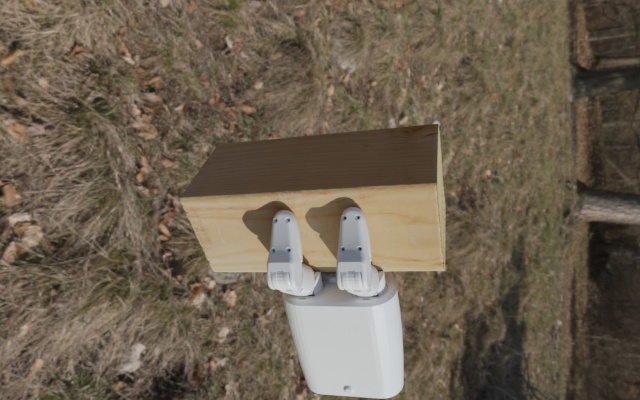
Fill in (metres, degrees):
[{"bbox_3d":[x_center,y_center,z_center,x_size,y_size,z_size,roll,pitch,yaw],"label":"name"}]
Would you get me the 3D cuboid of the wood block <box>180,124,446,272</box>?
[{"bbox_3d":[0.000,0.001,0.417,0.206,0.090,0.090,-3,36,17],"label":"wood block"}]
